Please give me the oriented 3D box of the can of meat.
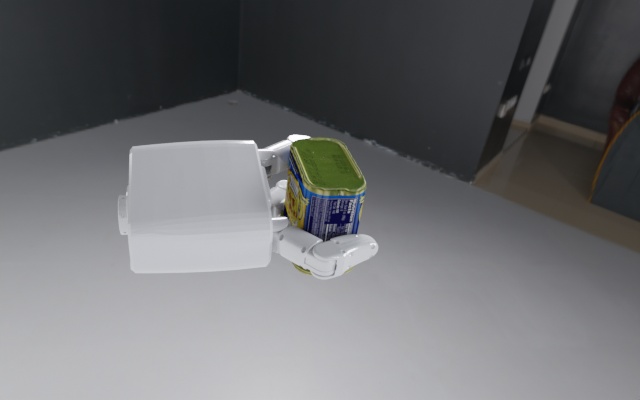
[{"bbox_3d":[0.000,0.001,0.424,0.057,0.084,0.102,-2,33,-15],"label":"can of meat"}]
